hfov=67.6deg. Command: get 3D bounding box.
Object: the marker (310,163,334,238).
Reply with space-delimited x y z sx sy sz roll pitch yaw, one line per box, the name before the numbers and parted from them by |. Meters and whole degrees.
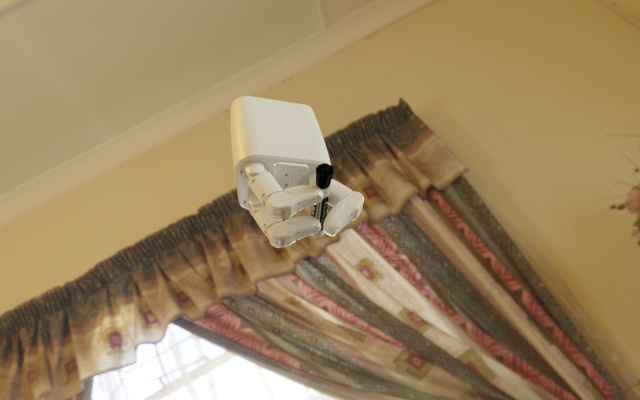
marker | 0.000 0.002 0.536 0.020 0.020 0.121 0 -38 -6
